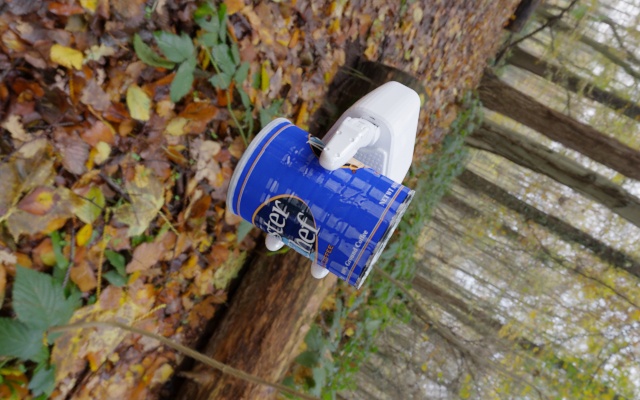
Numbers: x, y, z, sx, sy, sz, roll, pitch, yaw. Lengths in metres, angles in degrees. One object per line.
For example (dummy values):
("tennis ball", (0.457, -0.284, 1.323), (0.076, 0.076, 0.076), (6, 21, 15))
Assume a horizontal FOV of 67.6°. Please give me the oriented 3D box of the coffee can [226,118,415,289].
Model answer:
("coffee can", (0.000, 0.001, 0.441), (0.140, 0.103, 0.103), (30, 6, 11))
